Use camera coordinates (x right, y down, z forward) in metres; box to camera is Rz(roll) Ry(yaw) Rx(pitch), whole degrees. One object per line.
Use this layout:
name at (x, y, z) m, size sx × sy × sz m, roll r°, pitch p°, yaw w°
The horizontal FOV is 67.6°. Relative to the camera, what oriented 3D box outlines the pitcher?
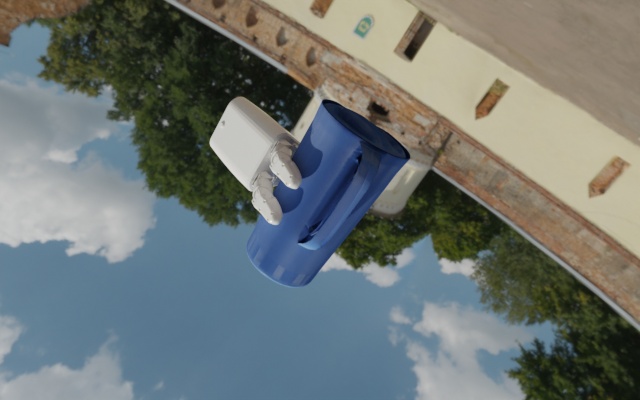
pitcher at (0.000, 0.002, 0.634) m, size 0.145 × 0.243 × 0.149 m, roll 43°, pitch 23°, yaw 26°
